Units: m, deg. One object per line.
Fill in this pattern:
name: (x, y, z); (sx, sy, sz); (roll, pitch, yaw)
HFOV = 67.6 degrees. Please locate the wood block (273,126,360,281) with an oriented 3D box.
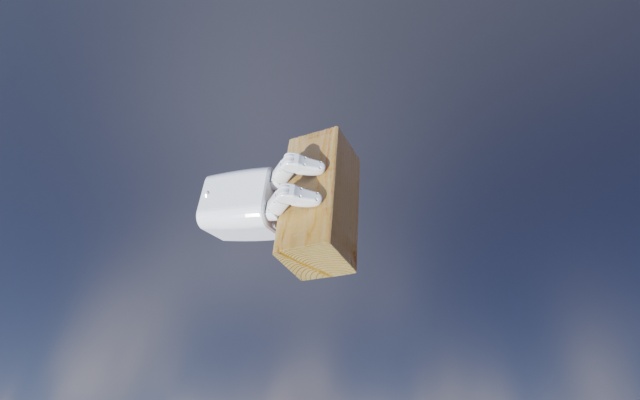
wood block: (0.000, 0.003, 0.710); (0.090, 0.206, 0.091); (-12, -39, 23)
